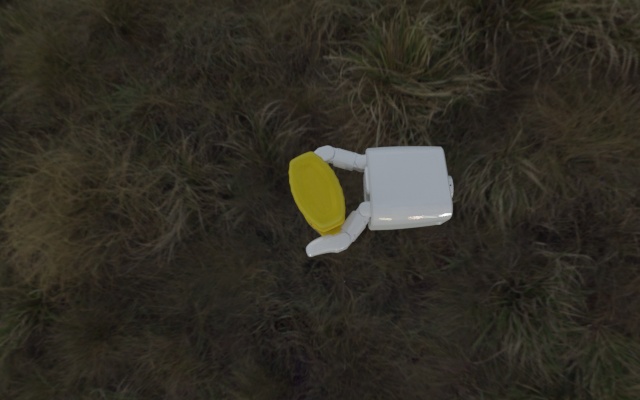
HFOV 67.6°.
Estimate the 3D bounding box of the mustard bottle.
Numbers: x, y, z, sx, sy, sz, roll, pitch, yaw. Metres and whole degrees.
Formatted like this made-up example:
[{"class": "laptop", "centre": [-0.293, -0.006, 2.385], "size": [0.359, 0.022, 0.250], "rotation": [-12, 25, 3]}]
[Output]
[{"class": "mustard bottle", "centre": [0.000, 0.002, 0.656], "size": [0.058, 0.096, 0.192], "rotation": [-27, -10, -2]}]
